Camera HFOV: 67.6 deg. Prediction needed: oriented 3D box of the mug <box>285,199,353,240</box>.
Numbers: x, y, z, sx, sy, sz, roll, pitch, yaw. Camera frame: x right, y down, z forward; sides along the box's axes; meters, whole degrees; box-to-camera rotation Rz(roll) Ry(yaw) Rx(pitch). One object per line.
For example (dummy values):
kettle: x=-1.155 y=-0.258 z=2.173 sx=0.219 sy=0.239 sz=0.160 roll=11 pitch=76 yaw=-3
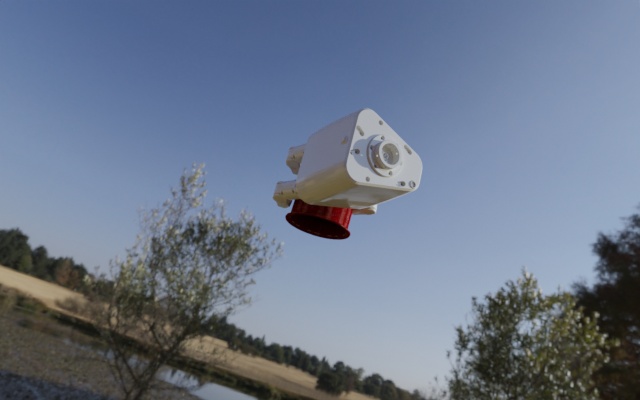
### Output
mug: x=-0.001 y=0.002 z=0.680 sx=0.093 sy=0.081 sz=0.117 roll=27 pitch=-22 yaw=-26
